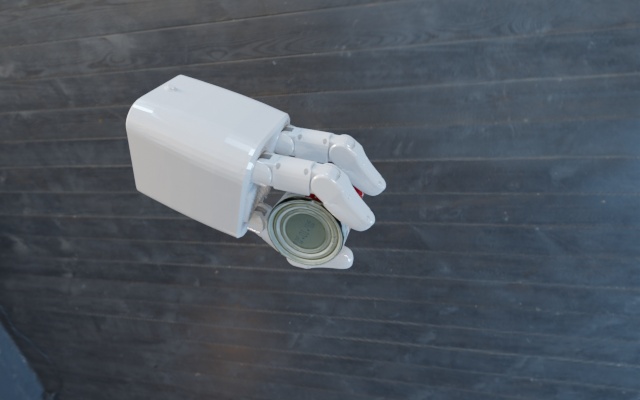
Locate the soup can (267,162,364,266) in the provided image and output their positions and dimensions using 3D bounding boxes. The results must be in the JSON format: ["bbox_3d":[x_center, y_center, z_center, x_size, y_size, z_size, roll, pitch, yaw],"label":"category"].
[{"bbox_3d":[0.000,0.002,0.428,0.068,0.068,0.102,0,31,18],"label":"soup can"}]
